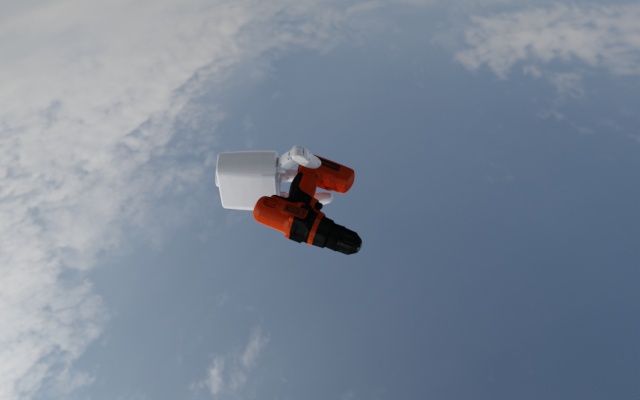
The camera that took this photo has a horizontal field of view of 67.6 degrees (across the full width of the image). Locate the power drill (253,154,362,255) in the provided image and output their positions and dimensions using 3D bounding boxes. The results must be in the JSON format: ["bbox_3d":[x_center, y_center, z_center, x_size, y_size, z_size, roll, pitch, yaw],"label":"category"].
[{"bbox_3d":[0.000,0.002,0.822,0.184,0.057,0.187,22,39,5],"label":"power drill"}]
